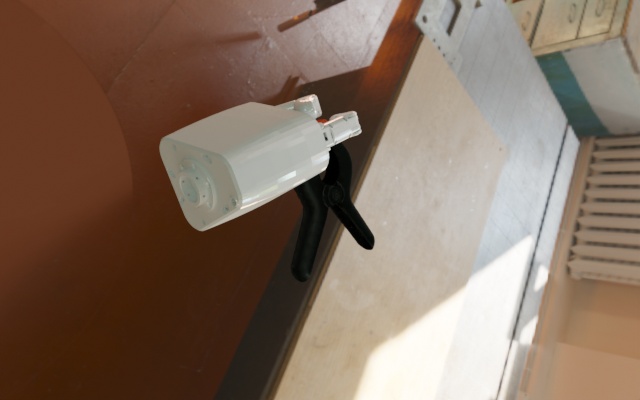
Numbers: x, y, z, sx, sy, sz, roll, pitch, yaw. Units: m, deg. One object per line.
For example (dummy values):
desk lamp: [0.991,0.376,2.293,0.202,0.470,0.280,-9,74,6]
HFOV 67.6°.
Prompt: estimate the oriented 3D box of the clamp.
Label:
clamp: [0.001,0.002,0.521,0.039,0.171,0.120,-1,23,44]
